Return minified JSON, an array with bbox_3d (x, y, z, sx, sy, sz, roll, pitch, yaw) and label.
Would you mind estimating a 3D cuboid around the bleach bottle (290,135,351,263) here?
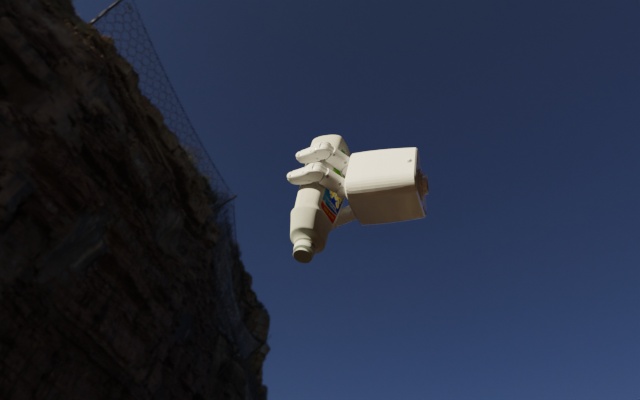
[{"bbox_3d":[0.000,0.002,0.766,0.068,0.103,0.250,-6,40,19],"label":"bleach bottle"}]
